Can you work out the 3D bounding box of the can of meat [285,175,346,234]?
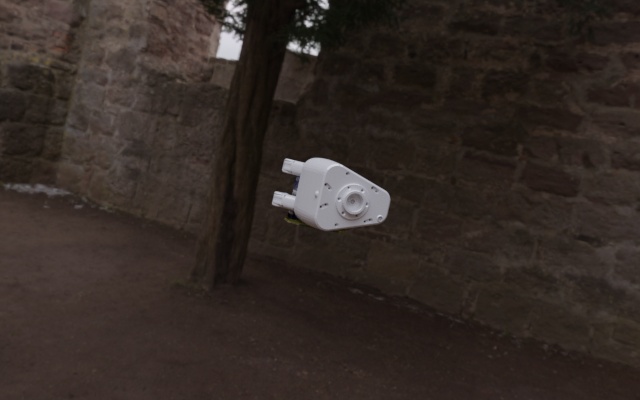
[{"bbox_3d":[0.000,0.002,0.791,0.102,0.084,0.057,12,4,-14],"label":"can of meat"}]
